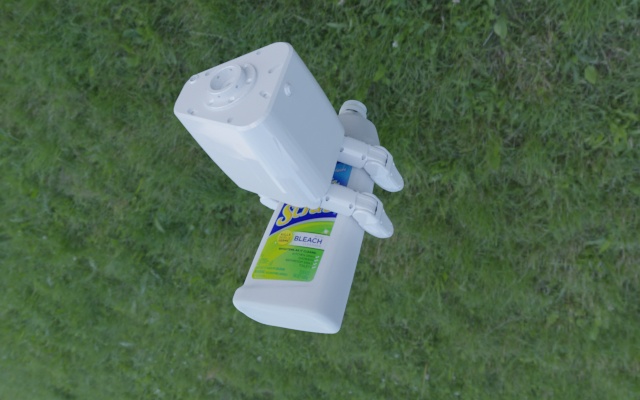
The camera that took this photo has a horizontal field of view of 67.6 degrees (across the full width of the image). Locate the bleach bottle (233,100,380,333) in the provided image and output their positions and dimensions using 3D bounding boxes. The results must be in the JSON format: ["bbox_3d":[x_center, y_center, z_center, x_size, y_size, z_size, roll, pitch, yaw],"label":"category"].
[{"bbox_3d":[0.000,0.002,0.490,0.102,0.250,0.068,1,-31,27],"label":"bleach bottle"}]
